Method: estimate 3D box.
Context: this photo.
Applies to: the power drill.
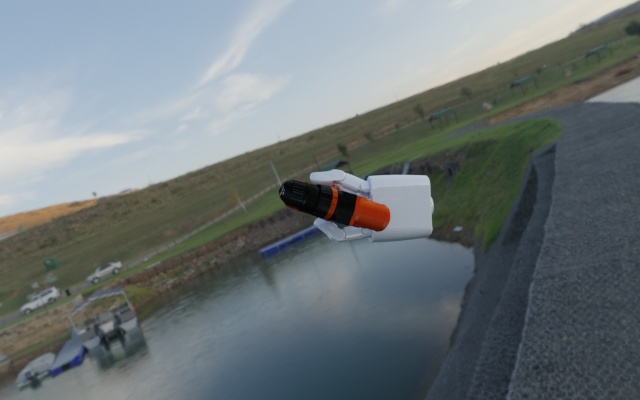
[{"bbox_3d":[0.000,0.003,0.796,0.184,0.057,0.187,18,0,-21],"label":"power drill"}]
